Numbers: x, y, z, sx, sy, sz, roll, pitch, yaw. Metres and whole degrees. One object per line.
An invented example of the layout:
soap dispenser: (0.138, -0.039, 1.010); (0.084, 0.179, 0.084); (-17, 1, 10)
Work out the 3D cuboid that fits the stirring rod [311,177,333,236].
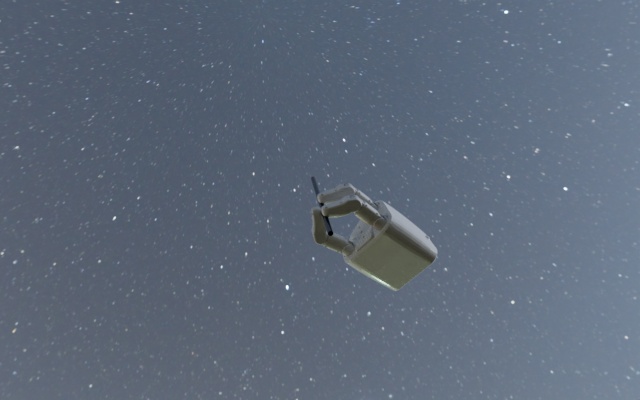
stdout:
stirring rod: (0.000, 0.003, 0.772); (0.011, 0.011, 0.239); (0, 21, -7)
